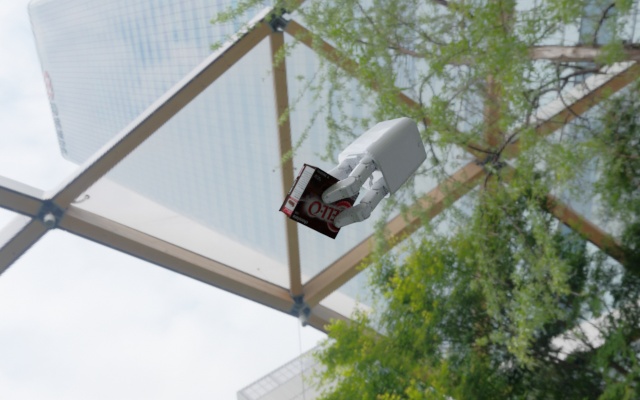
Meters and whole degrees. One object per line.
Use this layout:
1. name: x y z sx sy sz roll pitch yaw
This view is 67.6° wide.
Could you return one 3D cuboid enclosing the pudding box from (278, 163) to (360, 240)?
1. pudding box: 0.000 0.002 0.765 0.113 0.090 0.039 28 0 -40
